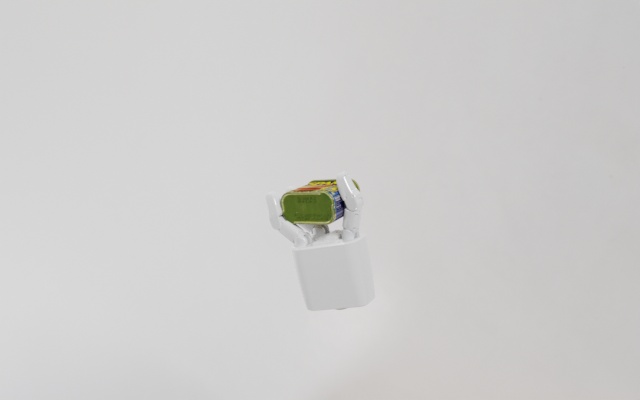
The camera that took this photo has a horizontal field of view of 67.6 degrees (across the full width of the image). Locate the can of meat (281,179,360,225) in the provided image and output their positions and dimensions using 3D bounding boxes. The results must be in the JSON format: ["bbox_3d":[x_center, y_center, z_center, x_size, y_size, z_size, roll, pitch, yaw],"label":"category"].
[{"bbox_3d":[0.000,0.002,0.753,0.102,0.057,0.084,-1,14,33],"label":"can of meat"}]
